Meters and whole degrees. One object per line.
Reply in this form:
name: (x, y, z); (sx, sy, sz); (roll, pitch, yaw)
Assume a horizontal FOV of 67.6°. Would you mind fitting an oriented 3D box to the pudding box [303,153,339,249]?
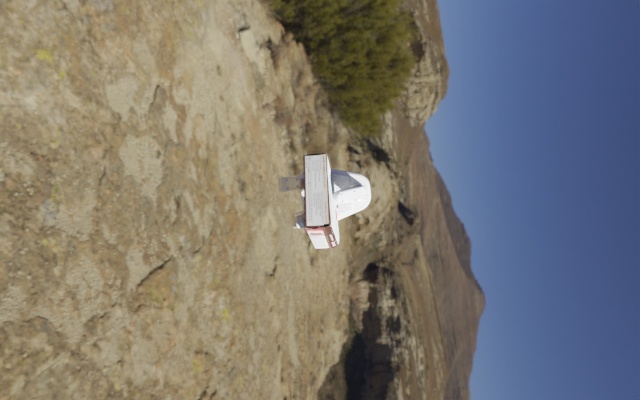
pudding box: (0.000, 0.002, 0.677); (0.039, 0.113, 0.090); (-7, -25, 7)
